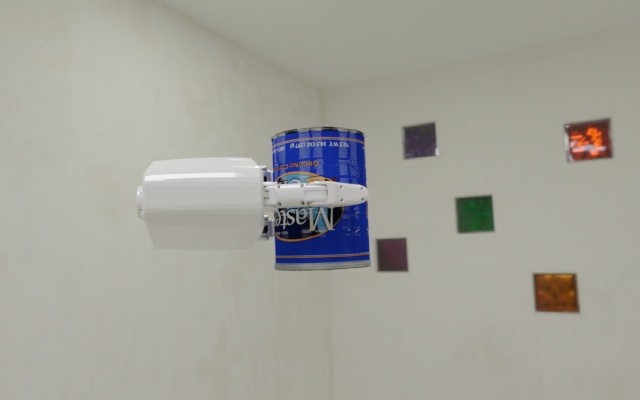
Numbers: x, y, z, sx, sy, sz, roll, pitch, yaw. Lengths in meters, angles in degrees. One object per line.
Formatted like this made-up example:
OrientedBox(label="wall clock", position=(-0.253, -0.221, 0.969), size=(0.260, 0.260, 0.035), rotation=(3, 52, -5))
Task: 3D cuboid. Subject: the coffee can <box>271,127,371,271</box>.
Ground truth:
OrientedBox(label="coffee can", position=(0.000, 0.002, 0.512), size=(0.103, 0.140, 0.103), rotation=(-2, -5, 0))
